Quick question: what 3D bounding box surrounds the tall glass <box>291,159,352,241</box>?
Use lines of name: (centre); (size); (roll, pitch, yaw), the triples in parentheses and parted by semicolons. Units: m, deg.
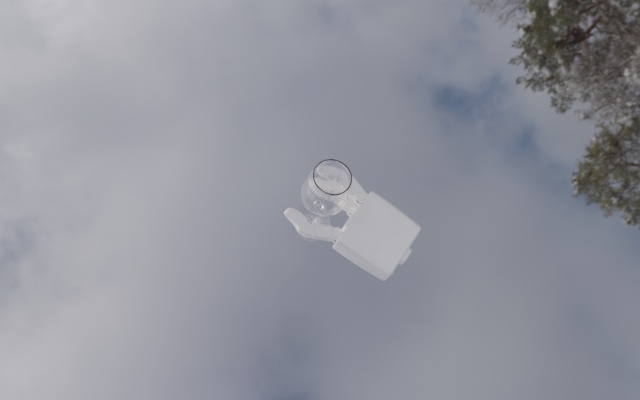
tall glass: (0.000, 0.003, 0.817); (0.079, 0.079, 0.201); (0, -23, -11)
